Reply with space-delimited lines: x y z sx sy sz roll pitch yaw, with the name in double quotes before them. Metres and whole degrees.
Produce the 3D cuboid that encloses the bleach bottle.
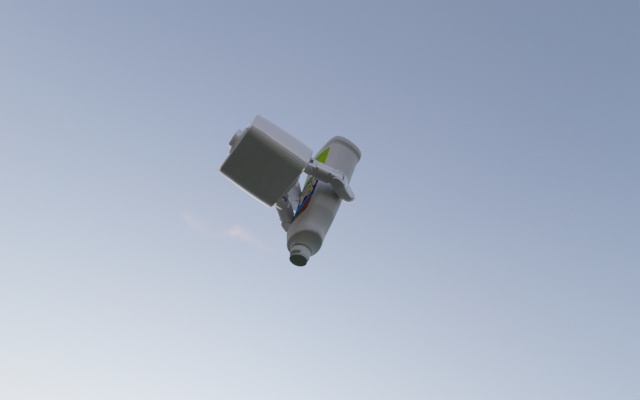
"bleach bottle" 0.000 0.003 0.798 0.068 0.250 0.103 35 -48 -15
